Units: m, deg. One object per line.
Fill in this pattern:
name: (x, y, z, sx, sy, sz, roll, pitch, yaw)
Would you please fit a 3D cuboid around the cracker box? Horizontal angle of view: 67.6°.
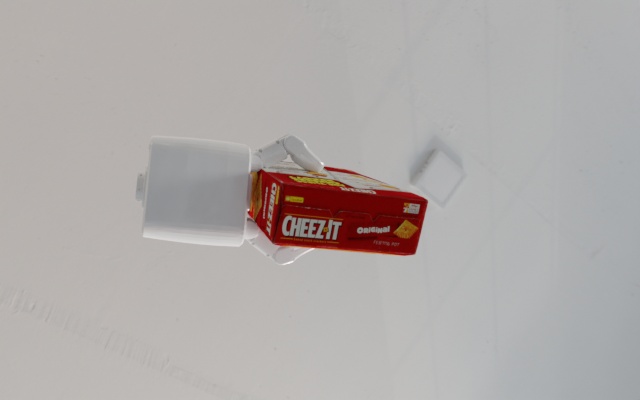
cracker box: (0.000, 0.002, 0.577, 0.164, 0.072, 0.213, 6, 10, -20)
